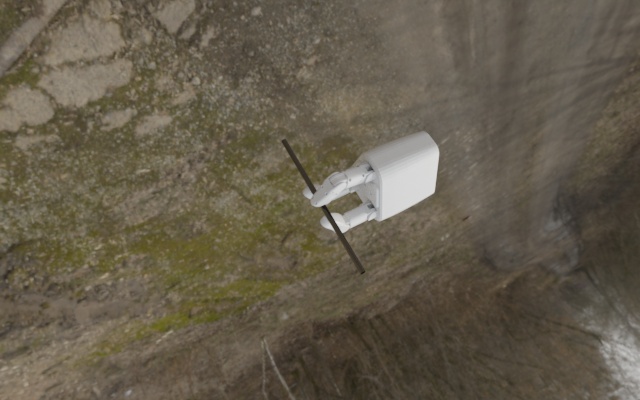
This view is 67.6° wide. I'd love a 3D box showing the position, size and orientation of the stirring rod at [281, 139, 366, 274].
[{"bbox_3d":[0.000,0.002,0.684,0.011,0.239,0.011,-25,-25,-13],"label":"stirring rod"}]
